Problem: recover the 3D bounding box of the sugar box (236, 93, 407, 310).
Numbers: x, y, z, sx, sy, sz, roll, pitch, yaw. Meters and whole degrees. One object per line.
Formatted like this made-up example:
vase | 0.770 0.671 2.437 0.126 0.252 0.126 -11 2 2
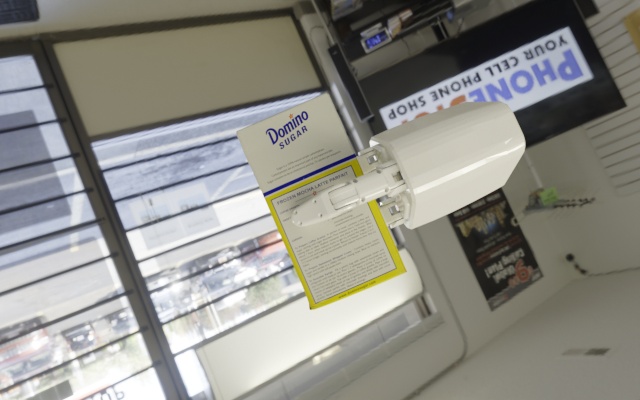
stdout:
sugar box | 0.000 0.002 0.440 0.093 0.176 0.048 -23 -6 0
